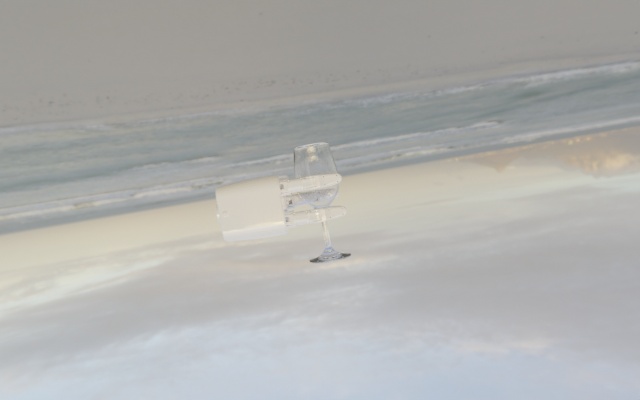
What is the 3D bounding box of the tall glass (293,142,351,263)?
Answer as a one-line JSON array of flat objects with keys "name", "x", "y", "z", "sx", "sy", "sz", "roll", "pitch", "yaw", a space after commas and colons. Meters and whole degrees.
[{"name": "tall glass", "x": 0.000, "y": 0.003, "z": 0.828, "sx": 0.079, "sy": 0.201, "sz": 0.079, "roll": -9, "pitch": 3, "yaw": 0}]
